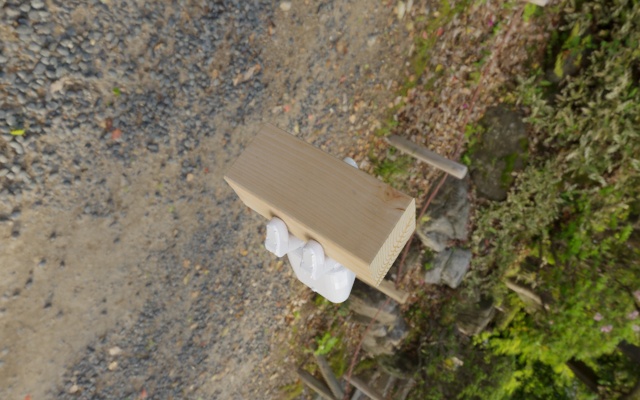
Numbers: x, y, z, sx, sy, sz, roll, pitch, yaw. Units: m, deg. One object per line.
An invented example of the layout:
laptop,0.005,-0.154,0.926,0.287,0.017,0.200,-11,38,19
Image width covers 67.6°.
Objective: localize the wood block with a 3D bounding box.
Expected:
wood block,0.000,0.002,0.569,0.206,0.091,0.090,30,-15,23
